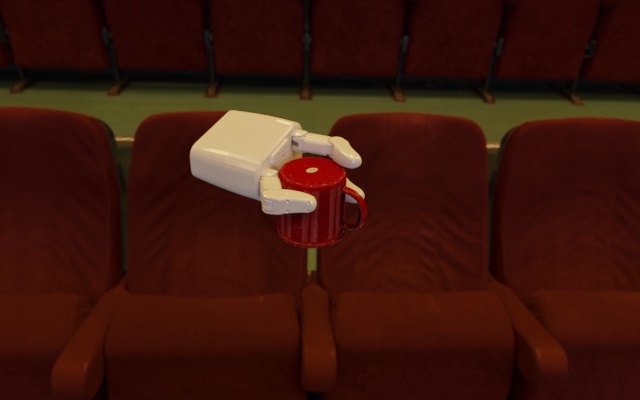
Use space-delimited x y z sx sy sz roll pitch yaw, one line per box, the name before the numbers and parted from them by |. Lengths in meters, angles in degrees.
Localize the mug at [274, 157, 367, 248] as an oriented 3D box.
mug | 0.001 0.002 0.580 0.117 0.081 0.093 16 33 22
